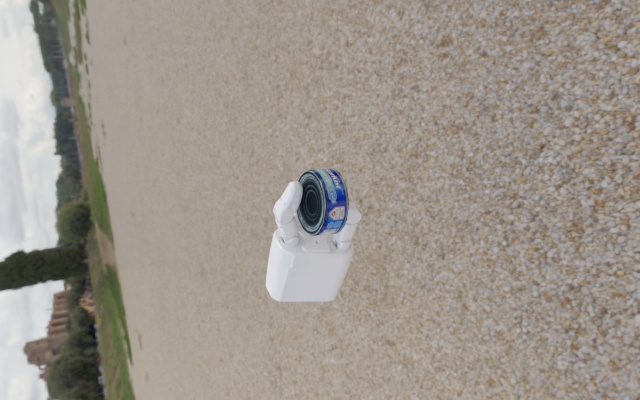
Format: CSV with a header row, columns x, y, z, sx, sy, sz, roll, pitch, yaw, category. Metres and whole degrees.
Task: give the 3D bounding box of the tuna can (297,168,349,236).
x,y,z,sx,sy,sz,roll,pitch,yaw,category
0.000,0.002,0.613,0.034,0.086,0.086,-4,2,-29,tuna can
